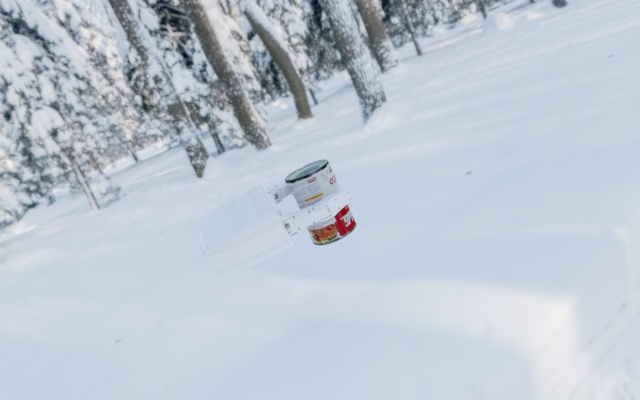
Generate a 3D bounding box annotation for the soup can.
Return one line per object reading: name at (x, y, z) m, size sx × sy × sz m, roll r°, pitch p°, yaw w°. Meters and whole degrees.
soup can at (0.000, 0.002, 0.666) m, size 0.068 × 0.102 × 0.068 m, roll -23°, pitch 16°, yaw 7°
